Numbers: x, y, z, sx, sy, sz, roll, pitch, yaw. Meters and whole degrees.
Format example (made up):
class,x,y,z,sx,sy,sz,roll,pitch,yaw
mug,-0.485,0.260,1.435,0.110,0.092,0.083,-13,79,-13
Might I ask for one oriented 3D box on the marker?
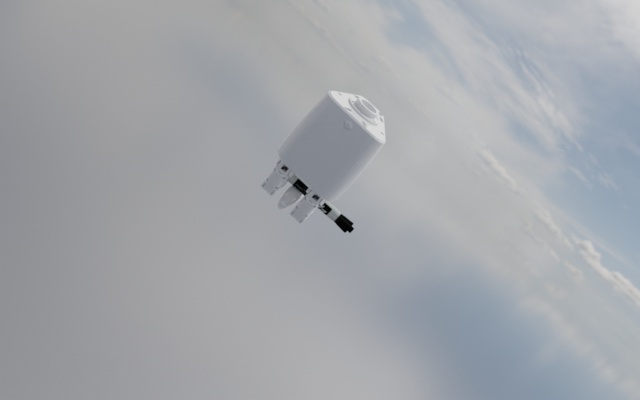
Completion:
class,x,y,z,sx,sy,sz,roll,pitch,yaw
marker,0.000,0.002,0.672,0.121,0.020,0.020,42,-1,-1
